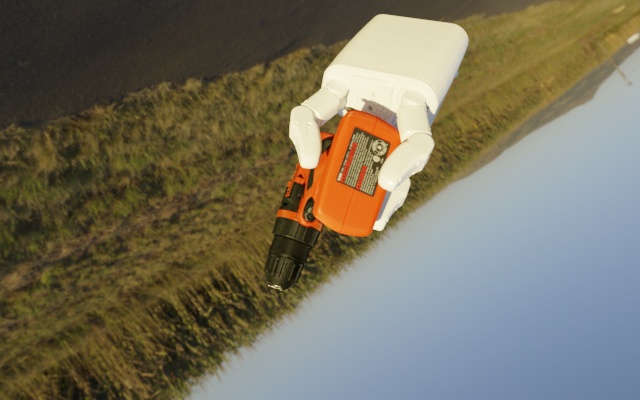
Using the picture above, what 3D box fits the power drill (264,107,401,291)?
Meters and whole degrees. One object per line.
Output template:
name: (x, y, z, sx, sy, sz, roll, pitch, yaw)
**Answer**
power drill: (0.000, 0.001, 0.467, 0.057, 0.184, 0.187, 21, -13, -15)
